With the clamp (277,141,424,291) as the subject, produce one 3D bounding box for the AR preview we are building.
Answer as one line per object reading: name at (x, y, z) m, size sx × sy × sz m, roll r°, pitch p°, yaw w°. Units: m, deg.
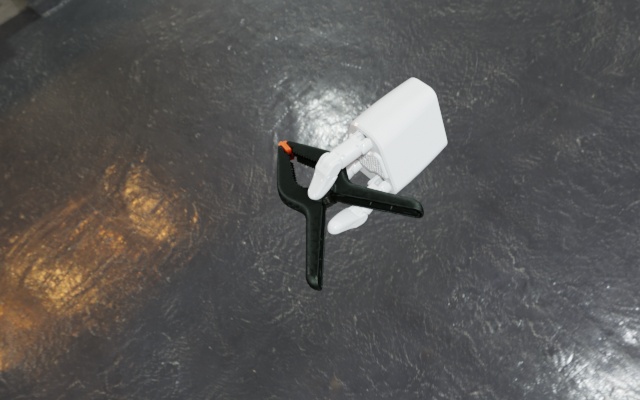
clamp at (0.000, 0.001, 0.604) m, size 0.210 × 0.164 × 0.036 m, roll 43°, pitch -15°, yaw 29°
